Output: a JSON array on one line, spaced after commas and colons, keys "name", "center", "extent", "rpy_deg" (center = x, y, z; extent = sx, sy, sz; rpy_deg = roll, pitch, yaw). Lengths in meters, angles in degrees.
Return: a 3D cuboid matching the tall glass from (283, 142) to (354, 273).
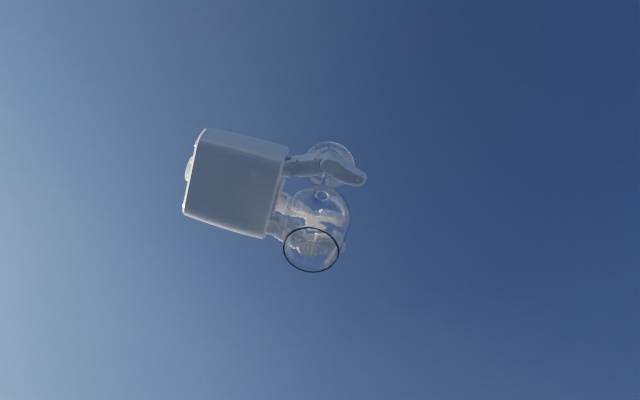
[{"name": "tall glass", "center": [0.000, 0.002, 0.595], "extent": [0.079, 0.079, 0.201], "rpy_deg": [0, 32, 7]}]
